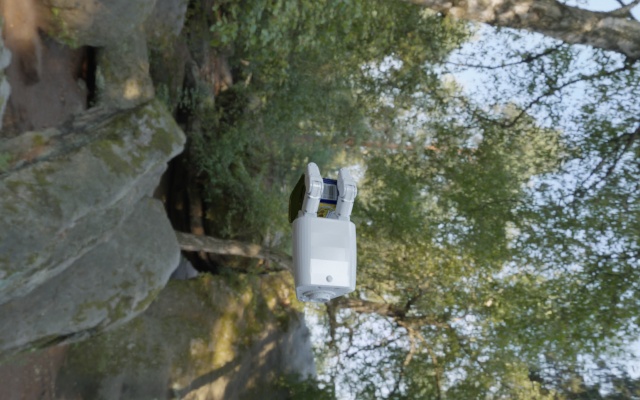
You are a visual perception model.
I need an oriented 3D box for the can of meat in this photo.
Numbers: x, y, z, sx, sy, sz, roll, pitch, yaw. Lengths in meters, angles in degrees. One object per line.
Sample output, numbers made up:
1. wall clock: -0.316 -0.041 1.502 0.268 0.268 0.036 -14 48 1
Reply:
1. can of meat: 0.000 0.003 0.792 0.084 0.057 0.102 7 -28 -17
